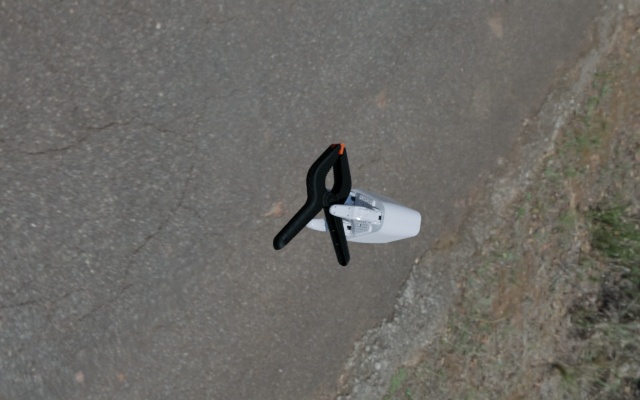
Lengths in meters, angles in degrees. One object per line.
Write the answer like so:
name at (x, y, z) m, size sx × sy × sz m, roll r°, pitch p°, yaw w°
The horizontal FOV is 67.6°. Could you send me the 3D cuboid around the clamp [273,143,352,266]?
clamp at (0.001, 0.002, 0.803) m, size 0.164 × 0.210 × 0.036 m, roll 11°, pitch -4°, yaw -42°
